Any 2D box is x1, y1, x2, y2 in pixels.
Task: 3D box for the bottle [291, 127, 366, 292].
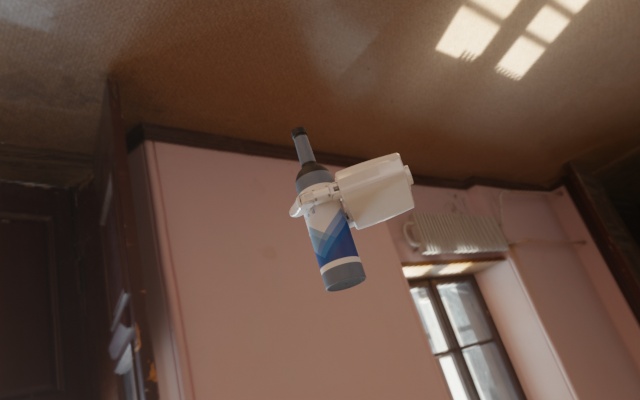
[{"bbox_3d":[0.000,0.003,0.806,0.069,0.295,0.069,-15,-24,-7],"label":"bottle"}]
